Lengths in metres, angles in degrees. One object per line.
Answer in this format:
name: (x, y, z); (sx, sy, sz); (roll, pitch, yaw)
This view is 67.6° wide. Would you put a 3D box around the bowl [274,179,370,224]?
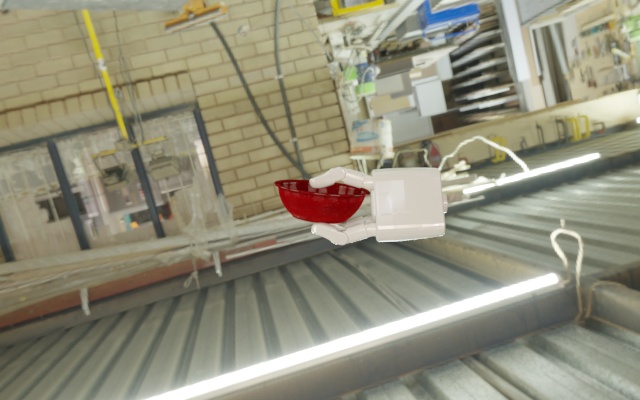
bowl: (-0.001, 0.003, 0.800); (0.162, 0.055, 0.162); (6, 9, -1)
